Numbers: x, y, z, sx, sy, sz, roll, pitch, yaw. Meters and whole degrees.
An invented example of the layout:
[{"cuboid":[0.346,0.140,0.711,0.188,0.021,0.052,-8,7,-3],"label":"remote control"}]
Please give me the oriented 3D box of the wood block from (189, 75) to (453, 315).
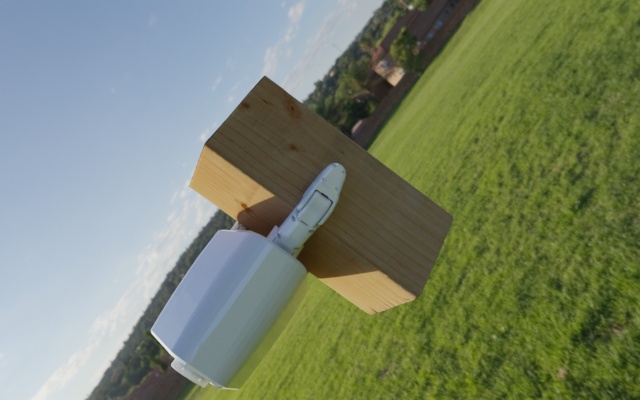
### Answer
[{"cuboid":[0.000,0.001,0.426,0.206,0.090,0.091,36,-31,-6],"label":"wood block"}]
